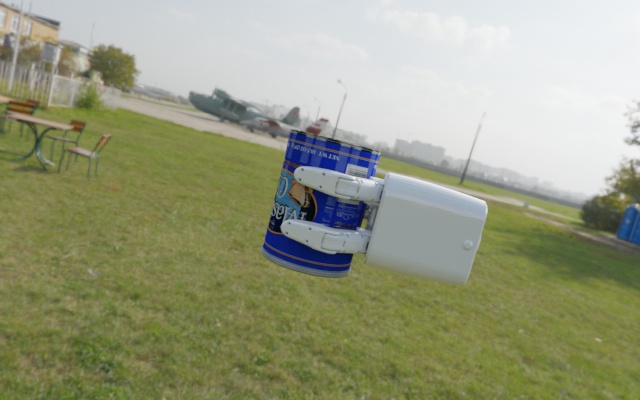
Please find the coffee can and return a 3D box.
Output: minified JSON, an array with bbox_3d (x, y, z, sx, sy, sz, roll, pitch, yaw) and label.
[{"bbox_3d":[0.000,0.002,0.529,0.103,0.140,0.103,14,7,-2],"label":"coffee can"}]
